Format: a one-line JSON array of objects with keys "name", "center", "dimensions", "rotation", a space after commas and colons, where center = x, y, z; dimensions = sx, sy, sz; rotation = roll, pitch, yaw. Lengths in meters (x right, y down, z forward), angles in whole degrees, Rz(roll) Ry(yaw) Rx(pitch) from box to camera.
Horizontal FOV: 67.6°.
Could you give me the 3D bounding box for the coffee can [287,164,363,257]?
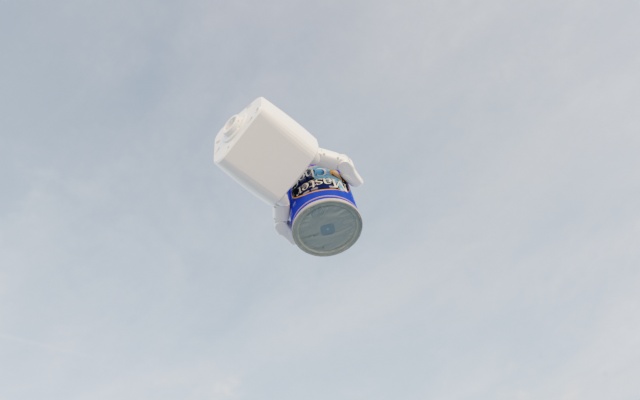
[{"name": "coffee can", "center": [0.000, 0.003, 0.738], "dimensions": [0.103, 0.103, 0.140], "rotation": [0, 35, -11]}]
